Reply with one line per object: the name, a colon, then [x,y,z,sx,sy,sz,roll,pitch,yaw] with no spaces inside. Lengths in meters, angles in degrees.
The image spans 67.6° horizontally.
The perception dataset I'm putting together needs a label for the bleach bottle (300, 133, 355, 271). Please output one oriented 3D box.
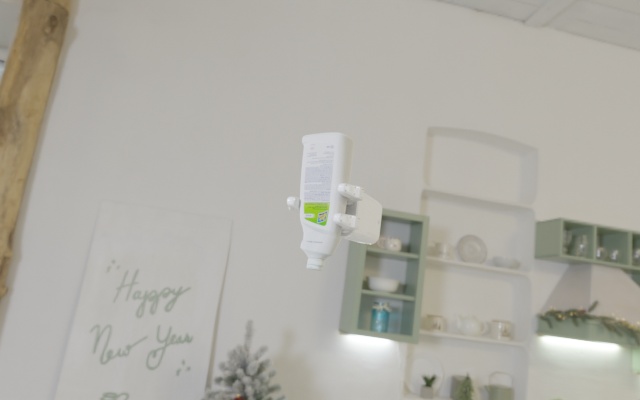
bleach bottle: [0.000,0.003,0.890,0.102,0.250,0.068,0,-14,36]
